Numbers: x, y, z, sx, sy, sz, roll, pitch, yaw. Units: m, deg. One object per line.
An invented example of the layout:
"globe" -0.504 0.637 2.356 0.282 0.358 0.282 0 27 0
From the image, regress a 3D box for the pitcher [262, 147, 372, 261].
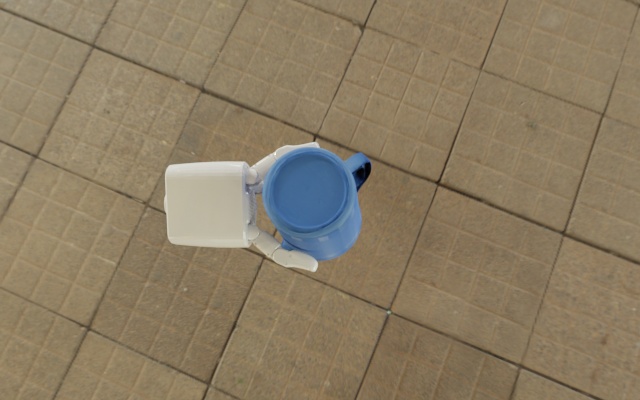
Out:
"pitcher" 0.000 0.002 0.653 0.145 0.149 0.243 1 -10 3
